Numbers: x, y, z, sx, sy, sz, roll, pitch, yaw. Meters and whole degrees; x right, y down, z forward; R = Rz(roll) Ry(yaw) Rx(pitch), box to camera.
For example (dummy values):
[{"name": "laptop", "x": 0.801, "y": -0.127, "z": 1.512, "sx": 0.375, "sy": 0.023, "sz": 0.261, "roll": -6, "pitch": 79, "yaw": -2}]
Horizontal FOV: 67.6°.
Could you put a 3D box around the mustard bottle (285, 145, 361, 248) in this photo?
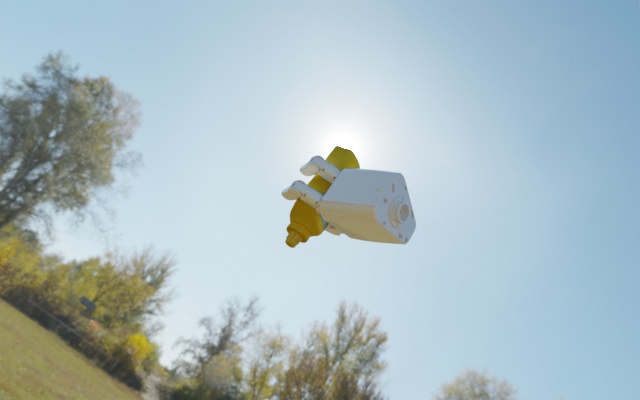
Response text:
[{"name": "mustard bottle", "x": 0.000, "y": 0.002, "z": 0.810, "sx": 0.058, "sy": 0.191, "sz": 0.096, "roll": 22, "pitch": -30, "yaw": 24}]
